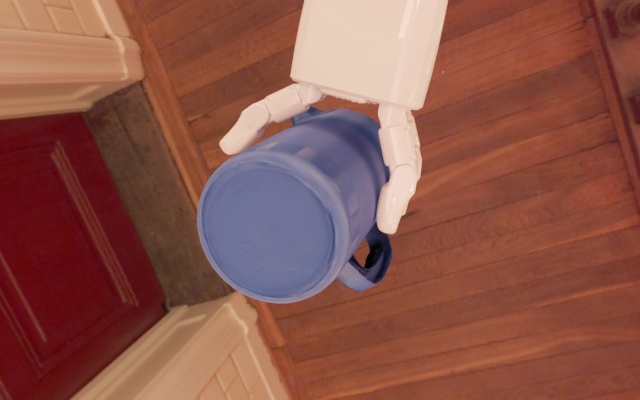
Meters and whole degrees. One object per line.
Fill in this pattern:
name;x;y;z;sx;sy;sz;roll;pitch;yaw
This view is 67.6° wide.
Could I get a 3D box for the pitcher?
pitcher;0.000;0.001;0.422;0.149;0.145;0.242;17;17;9
